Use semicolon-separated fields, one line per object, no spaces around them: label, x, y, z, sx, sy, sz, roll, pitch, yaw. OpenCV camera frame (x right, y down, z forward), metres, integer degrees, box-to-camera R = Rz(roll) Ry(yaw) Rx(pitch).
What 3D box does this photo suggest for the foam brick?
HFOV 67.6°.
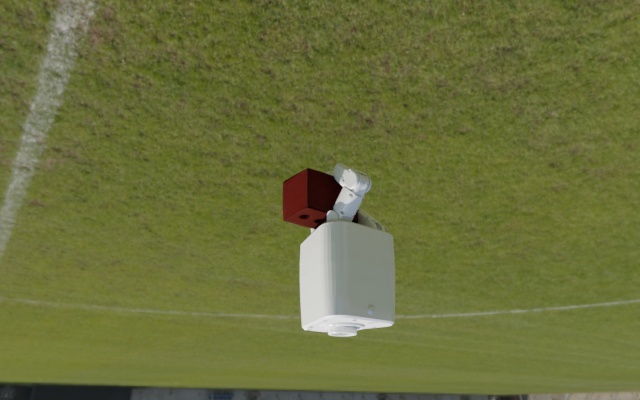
foam brick;0.000;0.002;0.573;0.078;0.051;0.053;17;-27;-33
